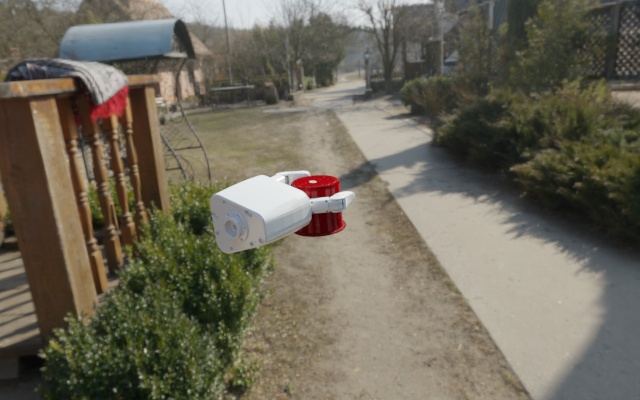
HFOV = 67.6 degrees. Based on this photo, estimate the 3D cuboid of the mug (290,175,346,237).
[{"bbox_3d":[0.001,0.002,0.799,0.093,0.081,0.117,6,20,32],"label":"mug"}]
